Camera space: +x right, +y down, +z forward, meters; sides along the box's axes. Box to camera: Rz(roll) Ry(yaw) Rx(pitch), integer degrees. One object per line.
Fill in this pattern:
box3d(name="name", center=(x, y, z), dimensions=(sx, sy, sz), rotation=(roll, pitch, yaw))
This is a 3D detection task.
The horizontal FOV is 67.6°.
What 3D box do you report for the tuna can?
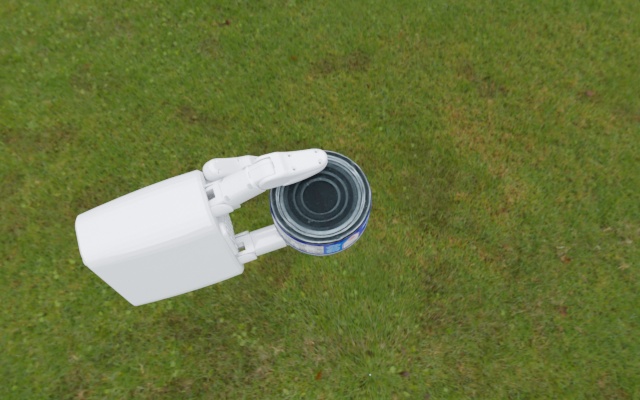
box3d(name="tuna can", center=(0.000, 0.001, 0.404), dimensions=(0.086, 0.086, 0.034), rotation=(0, -22, 0))
